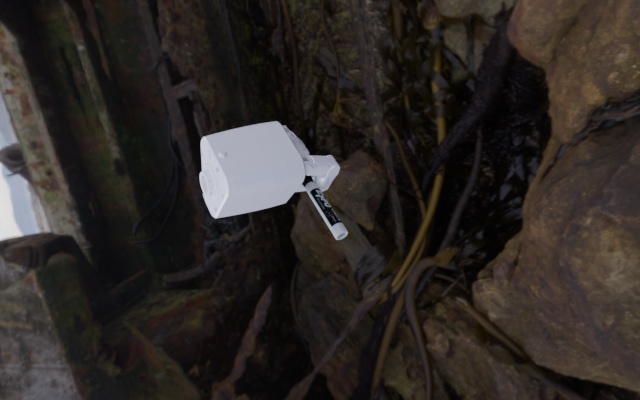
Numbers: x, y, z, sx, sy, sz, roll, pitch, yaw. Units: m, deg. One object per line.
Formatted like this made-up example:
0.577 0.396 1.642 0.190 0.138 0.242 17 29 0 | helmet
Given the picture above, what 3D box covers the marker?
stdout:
0.000 0.002 0.656 0.020 0.121 0.020 -24 -30 -15 | marker
